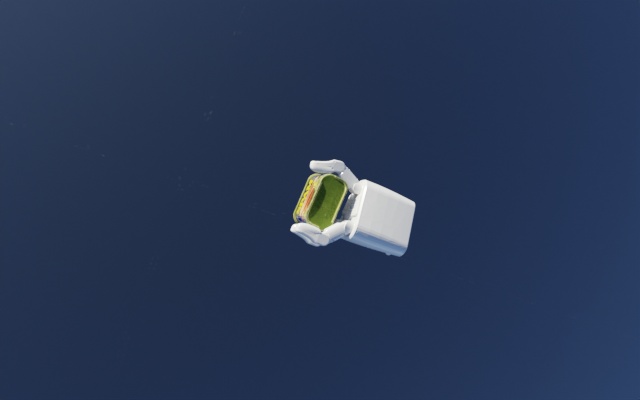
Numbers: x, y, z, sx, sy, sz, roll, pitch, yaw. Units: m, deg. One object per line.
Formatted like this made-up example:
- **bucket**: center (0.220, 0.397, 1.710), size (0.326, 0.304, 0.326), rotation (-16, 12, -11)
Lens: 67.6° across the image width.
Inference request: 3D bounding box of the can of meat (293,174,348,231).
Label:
- **can of meat**: center (0.000, 0.003, 0.848), size (0.057, 0.102, 0.084), rotation (25, -6, -15)
